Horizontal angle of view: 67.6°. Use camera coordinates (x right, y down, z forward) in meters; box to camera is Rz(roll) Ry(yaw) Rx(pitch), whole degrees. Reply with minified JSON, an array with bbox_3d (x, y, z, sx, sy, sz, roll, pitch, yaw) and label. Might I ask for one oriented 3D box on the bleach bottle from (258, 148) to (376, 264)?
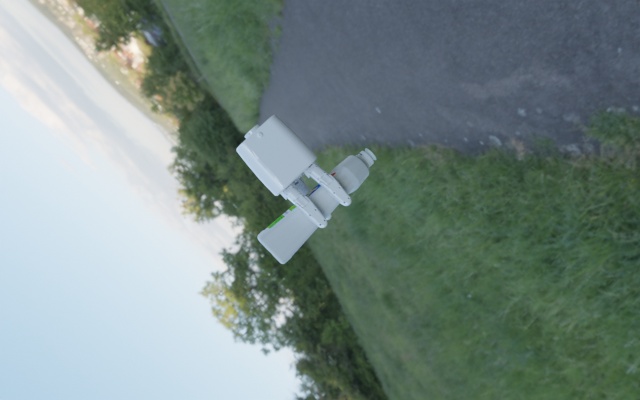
[{"bbox_3d":[0.000,0.003,0.853,0.251,0.068,0.102,-44,5,-8],"label":"bleach bottle"}]
